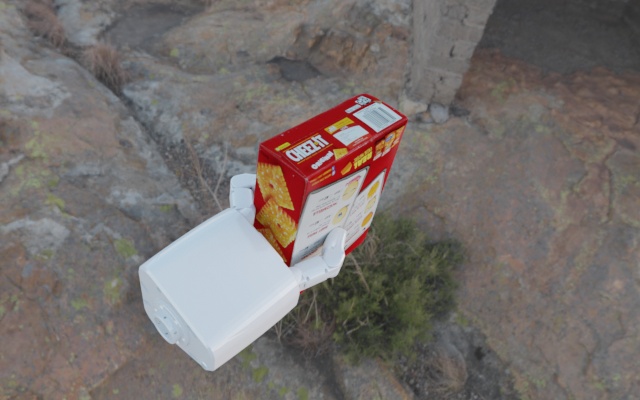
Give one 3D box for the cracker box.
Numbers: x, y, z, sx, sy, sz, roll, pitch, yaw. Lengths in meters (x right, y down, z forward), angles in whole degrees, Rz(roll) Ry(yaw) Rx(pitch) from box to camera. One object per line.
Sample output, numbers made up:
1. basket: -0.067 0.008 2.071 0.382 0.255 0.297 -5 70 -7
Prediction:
1. cracker box: 0.000 0.002 0.546 0.072 0.214 0.164 38 50 22
